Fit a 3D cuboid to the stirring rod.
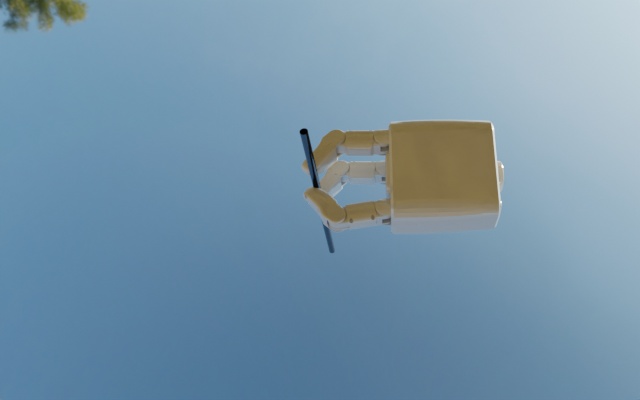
[{"bbox_3d":[0.000,0.002,0.540,0.011,0.011,0.240,0,-33,9],"label":"stirring rod"}]
